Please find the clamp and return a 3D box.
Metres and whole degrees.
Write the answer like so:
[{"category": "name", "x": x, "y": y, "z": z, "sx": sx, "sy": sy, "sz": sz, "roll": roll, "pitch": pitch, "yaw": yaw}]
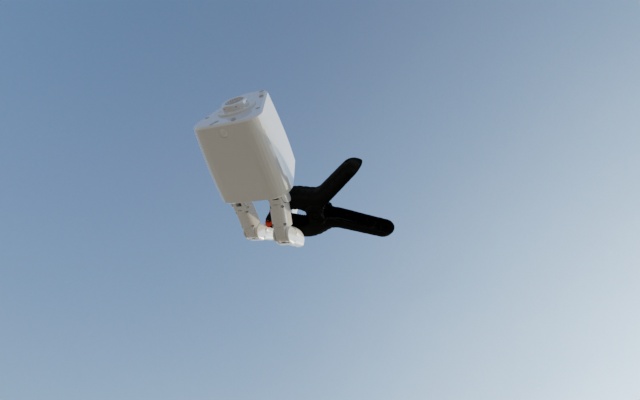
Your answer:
[{"category": "clamp", "x": 0.000, "y": 0.002, "z": 0.610, "sx": 0.171, "sy": 0.120, "sz": 0.039, "roll": -5, "pitch": 33, "yaw": 21}]
